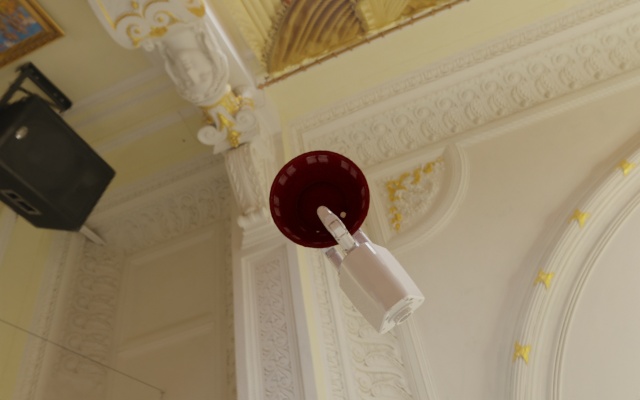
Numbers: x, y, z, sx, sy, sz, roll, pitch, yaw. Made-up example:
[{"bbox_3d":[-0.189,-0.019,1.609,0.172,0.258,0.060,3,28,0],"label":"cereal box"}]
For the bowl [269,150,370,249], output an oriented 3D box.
[{"bbox_3d":[0.000,0.001,0.781,0.162,0.162,0.055,0,-15,6],"label":"bowl"}]
